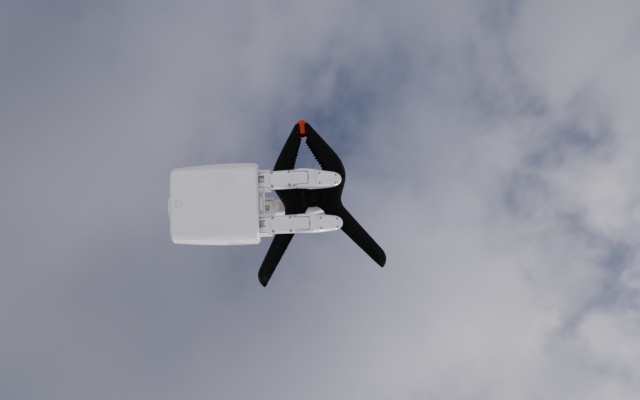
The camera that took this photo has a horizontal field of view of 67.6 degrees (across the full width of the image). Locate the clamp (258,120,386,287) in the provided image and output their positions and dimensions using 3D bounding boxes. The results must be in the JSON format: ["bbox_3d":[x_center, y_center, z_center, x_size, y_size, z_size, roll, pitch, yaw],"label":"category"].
[{"bbox_3d":[0.000,0.002,0.616,0.164,0.210,0.036,-1,-5,-7],"label":"clamp"}]
